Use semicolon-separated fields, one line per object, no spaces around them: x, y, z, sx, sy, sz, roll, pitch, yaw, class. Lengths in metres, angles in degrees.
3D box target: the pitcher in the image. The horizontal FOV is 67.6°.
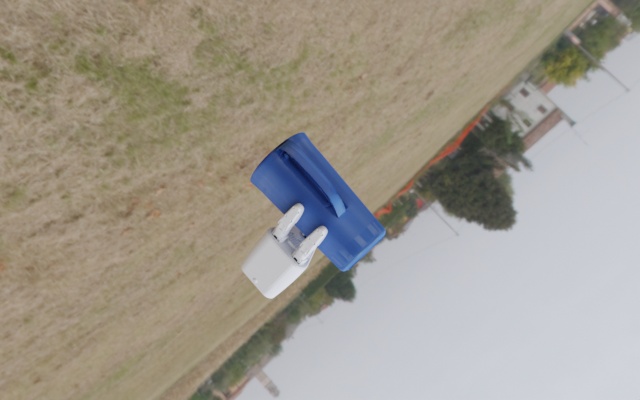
0.000;0.003;0.848;0.145;0.243;0.149;-47;-8;28;pitcher
